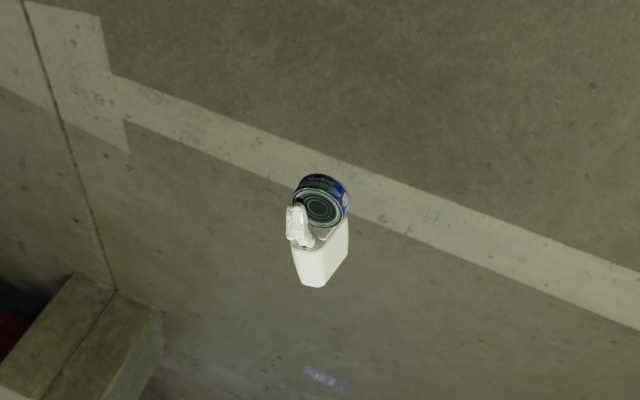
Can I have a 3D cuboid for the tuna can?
[{"bbox_3d":[0.000,0.003,0.727,0.086,0.086,0.033,0,41,27],"label":"tuna can"}]
